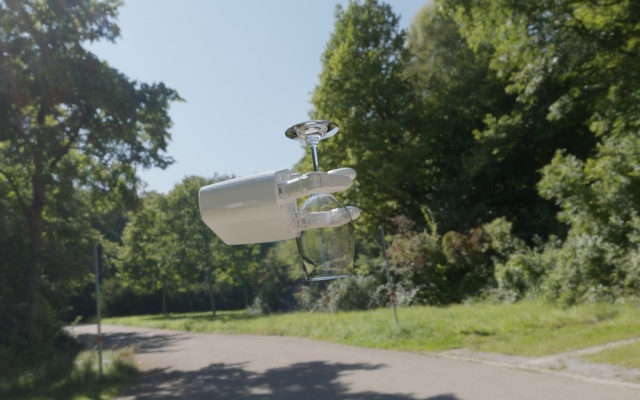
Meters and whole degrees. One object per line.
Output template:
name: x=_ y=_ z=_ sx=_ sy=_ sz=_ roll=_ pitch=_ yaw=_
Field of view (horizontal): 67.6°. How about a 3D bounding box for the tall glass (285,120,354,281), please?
tall glass: x=0.000 y=0.001 z=0.627 sx=0.079 sy=0.201 sz=0.079 roll=-7 pitch=-11 yaw=-1
